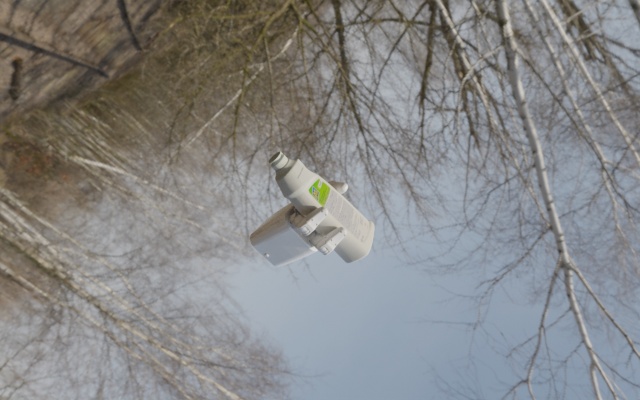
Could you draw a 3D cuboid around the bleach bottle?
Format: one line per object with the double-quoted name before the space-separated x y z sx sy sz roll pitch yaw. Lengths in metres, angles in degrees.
"bleach bottle" 0.000 0.003 0.889 0.068 0.251 0.102 -28 27 31
